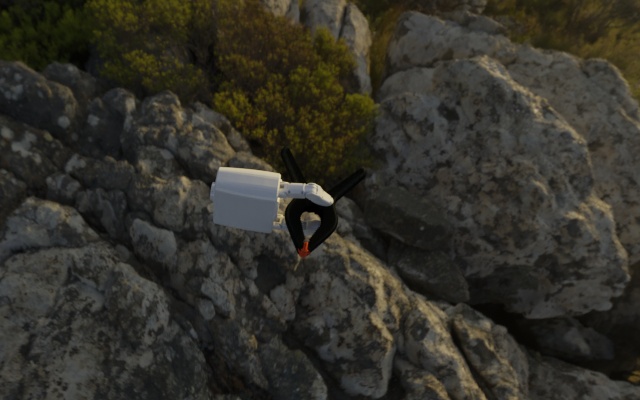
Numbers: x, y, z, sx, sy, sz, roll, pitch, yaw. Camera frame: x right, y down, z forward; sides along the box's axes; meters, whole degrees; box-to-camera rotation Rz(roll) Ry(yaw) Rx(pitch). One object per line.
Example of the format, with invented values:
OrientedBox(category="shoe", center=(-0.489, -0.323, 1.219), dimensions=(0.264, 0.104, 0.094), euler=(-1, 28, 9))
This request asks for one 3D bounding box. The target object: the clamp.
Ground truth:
OrientedBox(category="clamp", center=(0.000, 0.003, 0.854), dimensions=(0.164, 0.209, 0.036), euler=(8, -29, -6))
